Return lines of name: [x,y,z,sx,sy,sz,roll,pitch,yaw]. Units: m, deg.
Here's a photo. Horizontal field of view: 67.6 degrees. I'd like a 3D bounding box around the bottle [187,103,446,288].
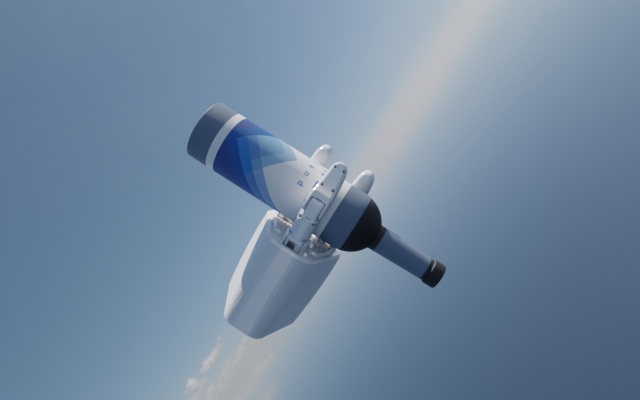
bottle: [0.000,0.001,0.507,0.295,0.069,0.069,32,2,3]
